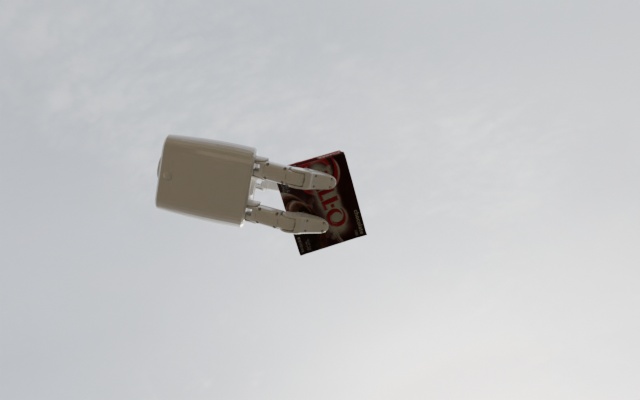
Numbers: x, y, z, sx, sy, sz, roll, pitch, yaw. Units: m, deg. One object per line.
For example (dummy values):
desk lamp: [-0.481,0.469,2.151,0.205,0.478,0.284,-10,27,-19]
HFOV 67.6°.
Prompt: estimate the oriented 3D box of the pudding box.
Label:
pudding box: [0.000,0.002,0.604,0.090,0.113,0.039,-17,14,-2]
